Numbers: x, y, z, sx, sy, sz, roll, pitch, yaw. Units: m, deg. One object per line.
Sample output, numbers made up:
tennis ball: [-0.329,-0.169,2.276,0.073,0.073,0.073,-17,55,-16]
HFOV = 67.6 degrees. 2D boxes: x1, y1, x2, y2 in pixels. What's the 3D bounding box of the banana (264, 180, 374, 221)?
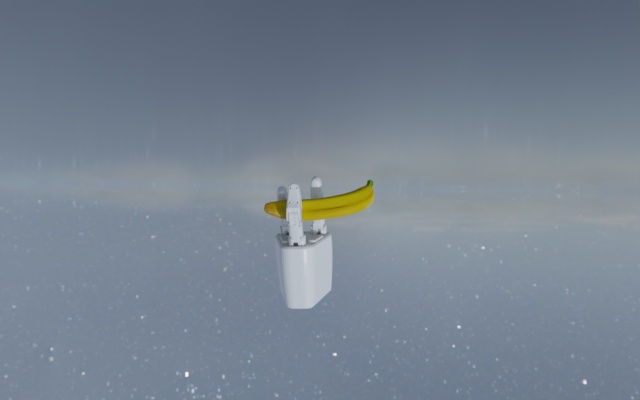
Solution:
banana: [0.009,0.007,0.785,0.198,0.037,0.069,-11,19,-16]
